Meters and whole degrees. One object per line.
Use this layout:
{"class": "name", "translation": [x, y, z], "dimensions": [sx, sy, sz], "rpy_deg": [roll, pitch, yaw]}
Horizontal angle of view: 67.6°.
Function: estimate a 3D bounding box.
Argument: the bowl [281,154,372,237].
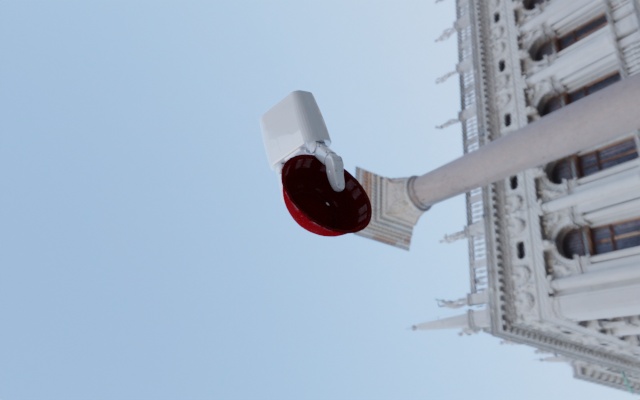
{"class": "bowl", "translation": [0.000, 0.004, 0.759], "dimensions": [0.162, 0.162, 0.055], "rpy_deg": [0, -40, -38]}
